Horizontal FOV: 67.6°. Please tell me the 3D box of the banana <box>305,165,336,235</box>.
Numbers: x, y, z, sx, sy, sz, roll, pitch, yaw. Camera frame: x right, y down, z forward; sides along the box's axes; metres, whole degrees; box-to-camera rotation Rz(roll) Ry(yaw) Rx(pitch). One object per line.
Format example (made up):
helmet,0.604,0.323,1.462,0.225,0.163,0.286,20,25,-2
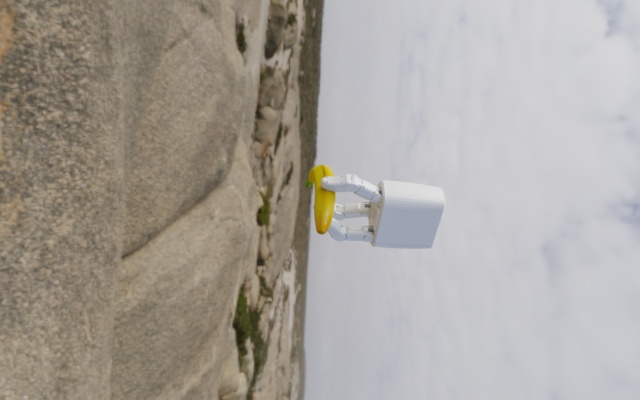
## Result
banana,0.003,-0.016,0.809,0.037,0.070,0.197,8,23,-9
